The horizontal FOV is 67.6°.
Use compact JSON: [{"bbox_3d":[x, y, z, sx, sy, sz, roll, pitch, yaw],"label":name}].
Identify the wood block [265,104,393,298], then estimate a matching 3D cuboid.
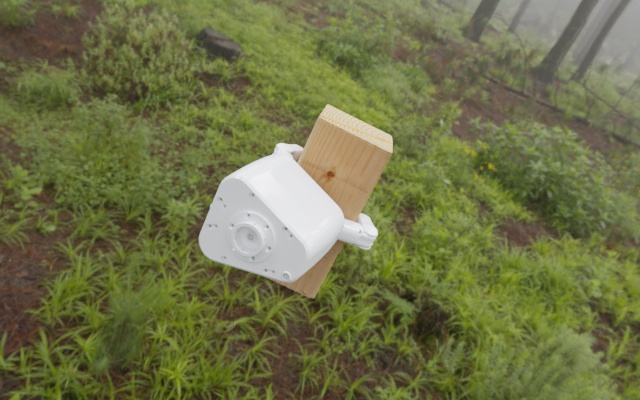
[{"bbox_3d":[0.000,0.002,0.583,0.091,0.206,0.090,26,22,-2],"label":"wood block"}]
